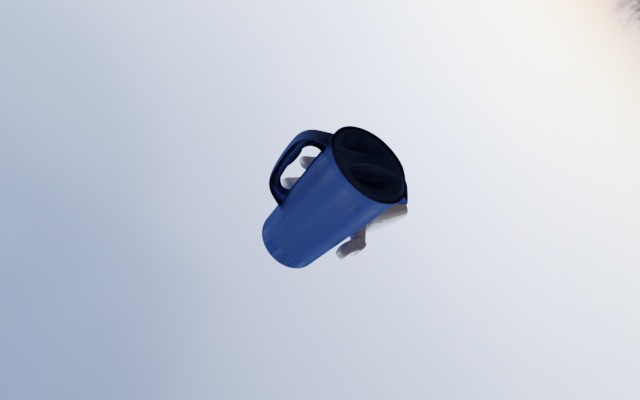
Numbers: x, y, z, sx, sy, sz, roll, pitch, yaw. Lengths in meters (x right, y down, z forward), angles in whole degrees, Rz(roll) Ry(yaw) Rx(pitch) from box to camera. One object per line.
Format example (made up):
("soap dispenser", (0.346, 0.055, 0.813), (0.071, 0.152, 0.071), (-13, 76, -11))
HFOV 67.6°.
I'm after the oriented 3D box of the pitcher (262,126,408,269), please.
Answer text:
("pitcher", (0.000, 0.002, 0.736), (0.145, 0.149, 0.243), (-12, -24, -45))
